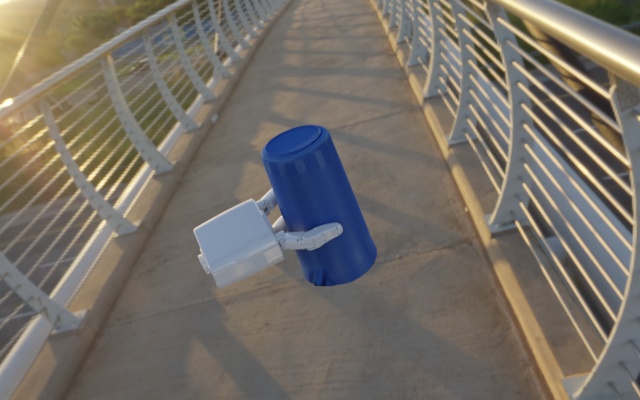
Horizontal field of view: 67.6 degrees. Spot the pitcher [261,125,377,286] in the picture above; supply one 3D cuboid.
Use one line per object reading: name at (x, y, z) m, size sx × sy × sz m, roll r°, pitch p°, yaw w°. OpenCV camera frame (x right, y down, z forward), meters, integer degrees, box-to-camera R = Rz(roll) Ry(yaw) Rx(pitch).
pitcher at (0.000, 0.003, 0.767) m, size 0.145 × 0.243 × 0.149 m, roll -26°, pitch 30°, yaw -10°
